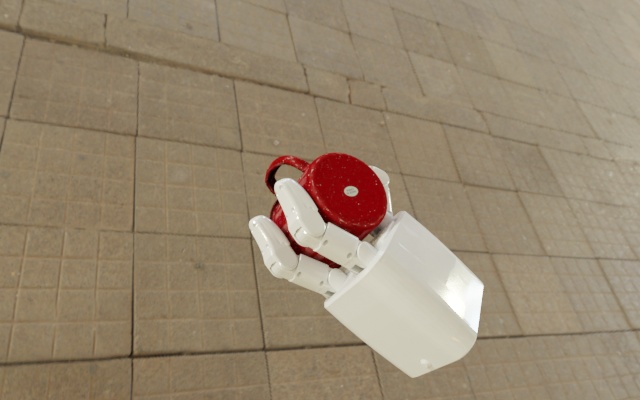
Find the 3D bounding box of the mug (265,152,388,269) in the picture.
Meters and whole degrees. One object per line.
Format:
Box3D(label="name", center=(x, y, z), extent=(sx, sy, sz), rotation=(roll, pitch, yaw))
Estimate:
Box3D(label="mug", center=(-0.001, 0.000, 0.447), extent=(0.093, 0.117, 0.081), rotation=(-50, 0, -42))
